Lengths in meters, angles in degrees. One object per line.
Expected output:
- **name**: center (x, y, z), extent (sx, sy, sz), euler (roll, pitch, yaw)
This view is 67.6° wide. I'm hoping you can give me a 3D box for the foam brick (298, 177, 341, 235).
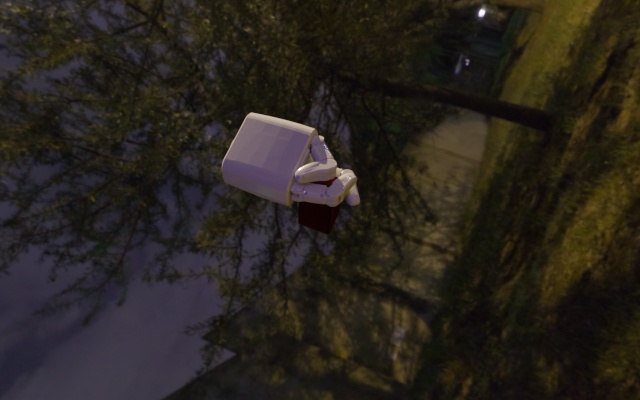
- **foam brick**: center (0.000, 0.003, 0.717), extent (0.051, 0.053, 0.078), euler (18, -39, 11)
